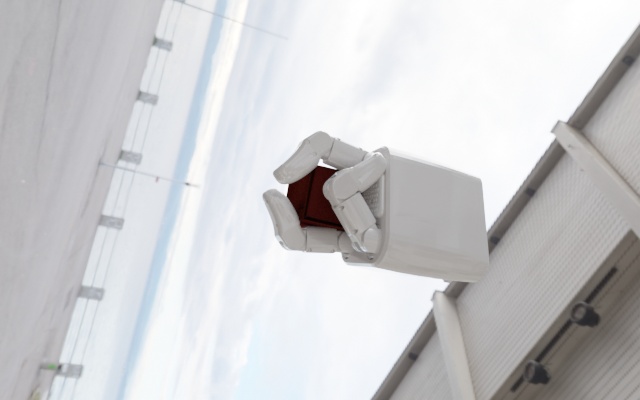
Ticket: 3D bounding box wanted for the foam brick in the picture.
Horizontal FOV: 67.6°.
[{"bbox_3d":[0.000,0.001,0.459,0.051,0.053,0.078,12,-10,-18],"label":"foam brick"}]
